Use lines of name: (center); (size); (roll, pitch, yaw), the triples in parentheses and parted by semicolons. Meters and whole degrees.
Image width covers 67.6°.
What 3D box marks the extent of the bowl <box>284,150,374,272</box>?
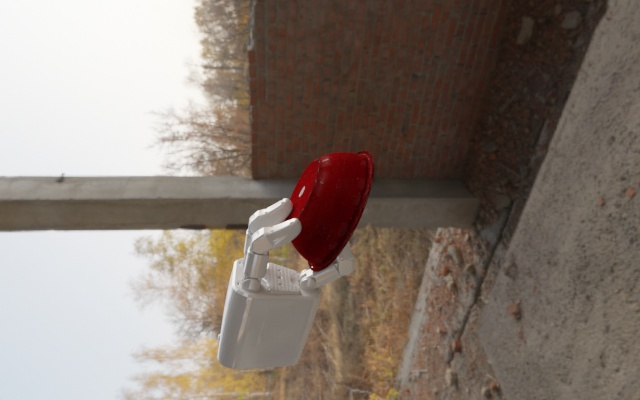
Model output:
bowl: (0.000, 0.001, 0.582); (0.055, 0.162, 0.162); (25, -7, -15)
